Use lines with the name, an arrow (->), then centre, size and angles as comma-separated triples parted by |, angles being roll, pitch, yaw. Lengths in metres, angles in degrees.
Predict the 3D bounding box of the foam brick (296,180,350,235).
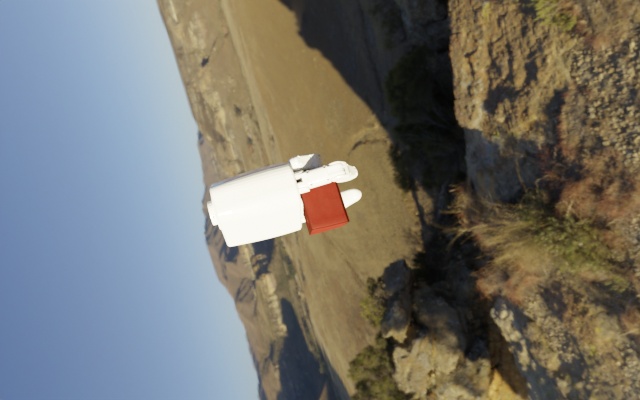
foam brick -> 0.000, 0.002, 0.643 | 0.051, 0.078, 0.053 | -16, -10, -10
